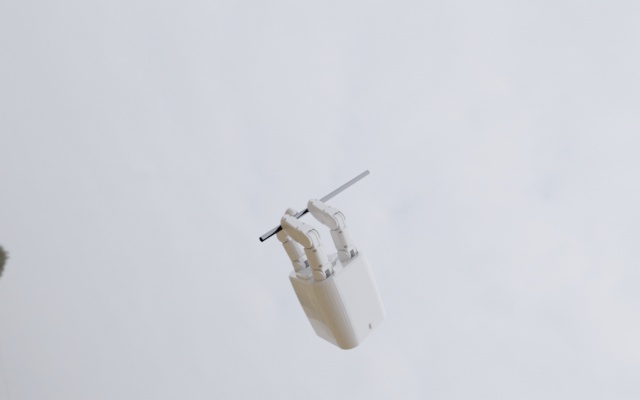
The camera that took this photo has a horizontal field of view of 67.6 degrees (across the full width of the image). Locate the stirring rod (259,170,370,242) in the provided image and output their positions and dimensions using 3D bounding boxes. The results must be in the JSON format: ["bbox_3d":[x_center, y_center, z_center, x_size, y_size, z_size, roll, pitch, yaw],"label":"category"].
[{"bbox_3d":[0.000,0.002,0.694,0.011,0.011,0.239,0,24,44],"label":"stirring rod"}]
